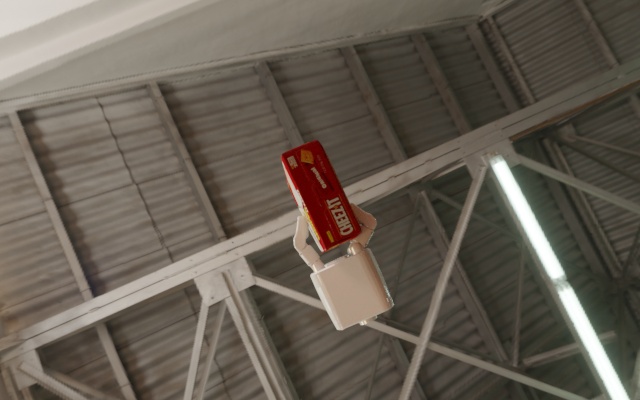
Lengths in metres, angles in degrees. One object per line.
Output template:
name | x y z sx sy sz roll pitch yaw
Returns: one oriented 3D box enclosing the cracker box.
cracker box | 0.000 0.003 0.828 0.072 0.164 0.214 -25 -6 -5
